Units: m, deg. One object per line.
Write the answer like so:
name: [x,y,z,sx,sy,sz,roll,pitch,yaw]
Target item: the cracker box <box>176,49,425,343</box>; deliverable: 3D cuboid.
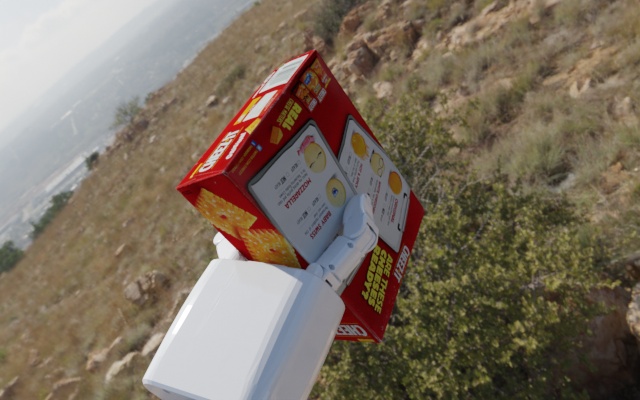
cracker box: [0.000,0.001,0.437,0.072,0.164,0.214,-11,-51,41]
